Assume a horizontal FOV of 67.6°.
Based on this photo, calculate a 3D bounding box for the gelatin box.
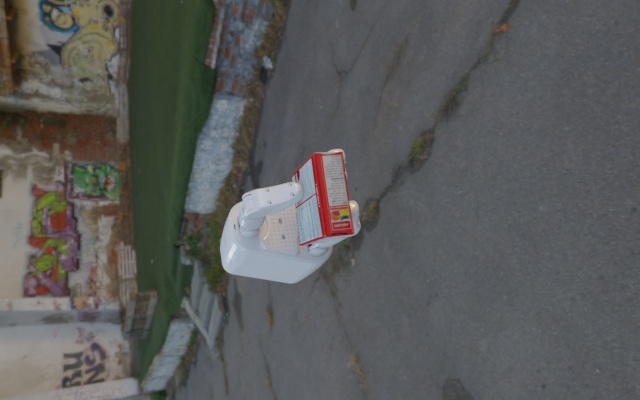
[{"bbox_3d":[0.000,0.001,0.443,0.030,0.073,0.089,-5,-9,-17],"label":"gelatin box"}]
